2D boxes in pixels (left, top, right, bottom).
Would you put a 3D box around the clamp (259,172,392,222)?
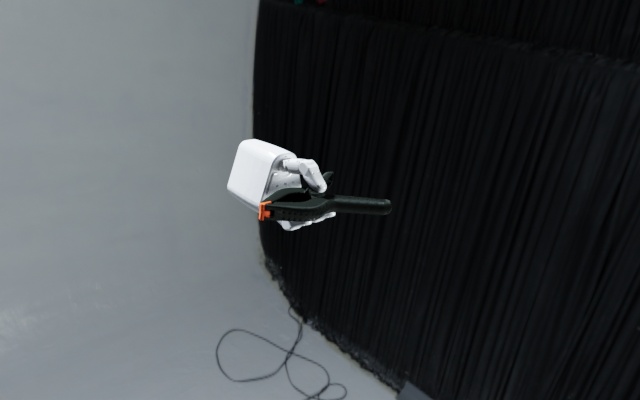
[{"bbox_3d":[0.000,0.002,0.767,0.210,0.036,0.164,-16,30,-42],"label":"clamp"}]
